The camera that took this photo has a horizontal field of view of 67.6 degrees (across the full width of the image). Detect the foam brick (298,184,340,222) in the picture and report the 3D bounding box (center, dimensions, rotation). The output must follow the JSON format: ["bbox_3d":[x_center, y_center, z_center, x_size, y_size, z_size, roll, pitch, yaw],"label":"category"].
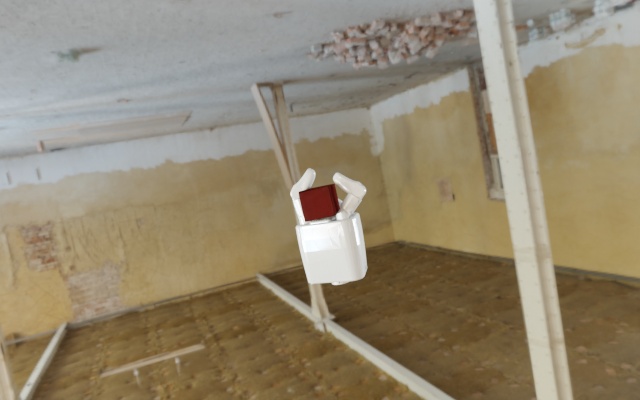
[{"bbox_3d":[0.000,0.003,0.806,0.053,0.051,0.078,-11,3,11],"label":"foam brick"}]
